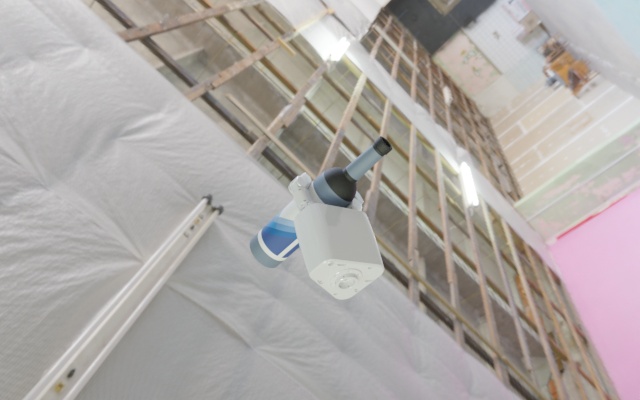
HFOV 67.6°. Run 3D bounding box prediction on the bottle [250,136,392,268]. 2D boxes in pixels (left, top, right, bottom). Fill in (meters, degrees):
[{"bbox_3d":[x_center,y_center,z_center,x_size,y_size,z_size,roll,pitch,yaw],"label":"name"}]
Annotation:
[{"bbox_3d":[0.000,0.003,0.778,0.296,0.069,0.069,-42,-21,25],"label":"bottle"}]
